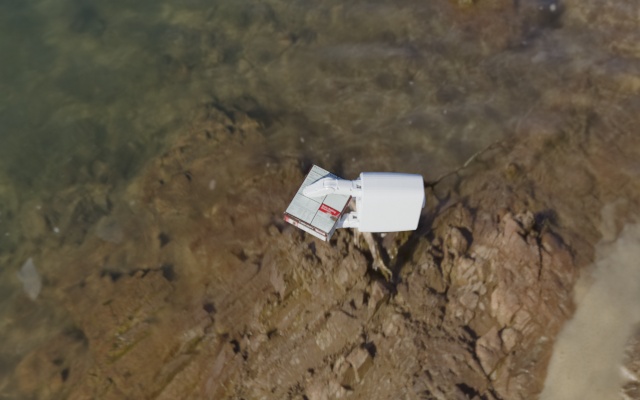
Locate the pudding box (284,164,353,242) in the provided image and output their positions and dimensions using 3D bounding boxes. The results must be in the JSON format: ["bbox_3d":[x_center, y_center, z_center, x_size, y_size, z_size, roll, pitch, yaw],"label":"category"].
[{"bbox_3d":[0.000,0.003,0.841,0.090,0.113,0.039,26,-24,10],"label":"pudding box"}]
